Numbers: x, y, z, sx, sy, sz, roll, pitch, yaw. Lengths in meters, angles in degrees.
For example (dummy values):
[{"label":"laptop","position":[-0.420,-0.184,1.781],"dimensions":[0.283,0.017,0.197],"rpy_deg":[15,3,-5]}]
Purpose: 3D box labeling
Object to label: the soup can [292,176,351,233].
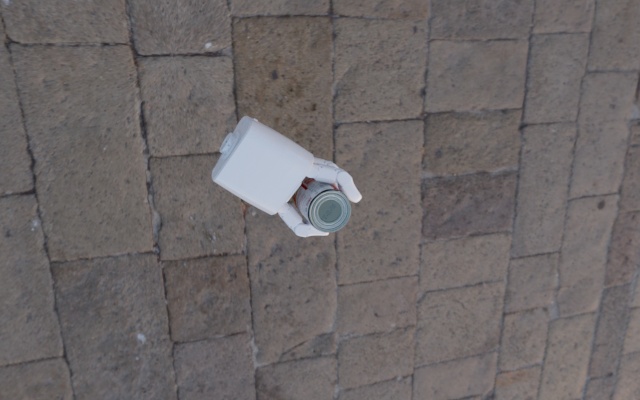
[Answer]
[{"label":"soup can","position":[0.001,0.003,0.738],"dimensions":[0.068,0.068,0.102],"rpy_deg":[0,16,-17]}]
